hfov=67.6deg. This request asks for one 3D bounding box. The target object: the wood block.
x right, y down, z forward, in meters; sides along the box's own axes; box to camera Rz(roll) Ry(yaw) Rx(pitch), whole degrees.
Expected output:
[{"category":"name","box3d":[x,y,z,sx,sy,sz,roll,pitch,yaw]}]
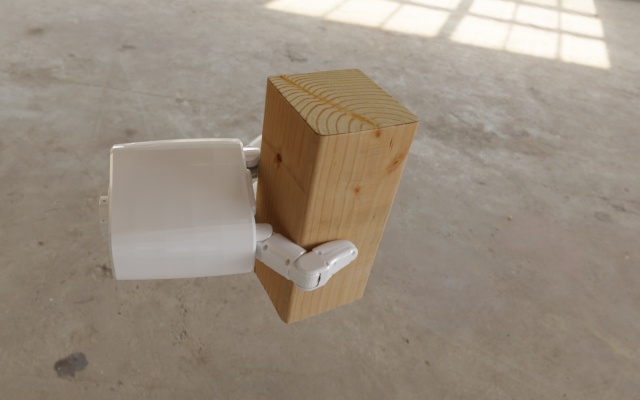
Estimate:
[{"category":"wood block","box3d":[0.000,0.002,0.425,0.090,0.206,0.090,-13,45,-27]}]
